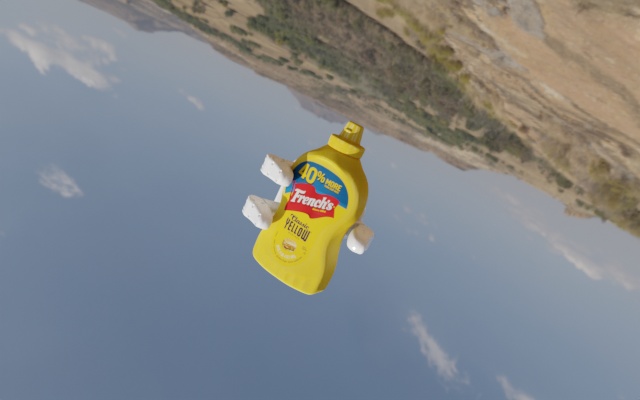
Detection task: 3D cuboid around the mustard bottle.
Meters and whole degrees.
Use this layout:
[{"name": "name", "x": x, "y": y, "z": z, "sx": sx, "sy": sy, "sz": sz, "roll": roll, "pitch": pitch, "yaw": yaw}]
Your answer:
[{"name": "mustard bottle", "x": 0.000, "y": 0.002, "z": 0.537, "sx": 0.096, "sy": 0.192, "sz": 0.058, "roll": 31, "pitch": 14, "yaw": 26}]
